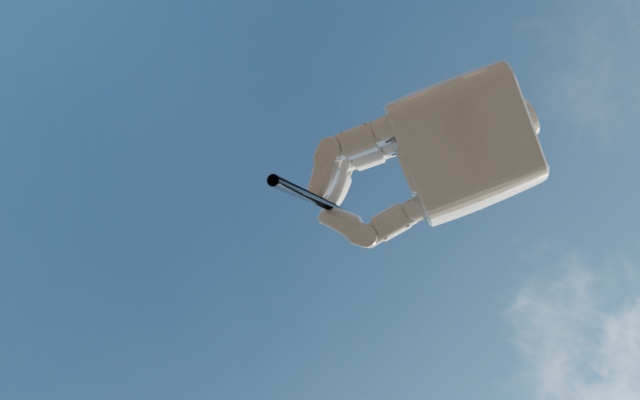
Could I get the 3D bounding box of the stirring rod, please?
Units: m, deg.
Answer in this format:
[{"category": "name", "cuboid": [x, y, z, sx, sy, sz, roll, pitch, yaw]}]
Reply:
[{"category": "stirring rod", "cuboid": [0.000, 0.001, 0.408, 0.011, 0.011, 0.239, 0, -7, 14]}]
